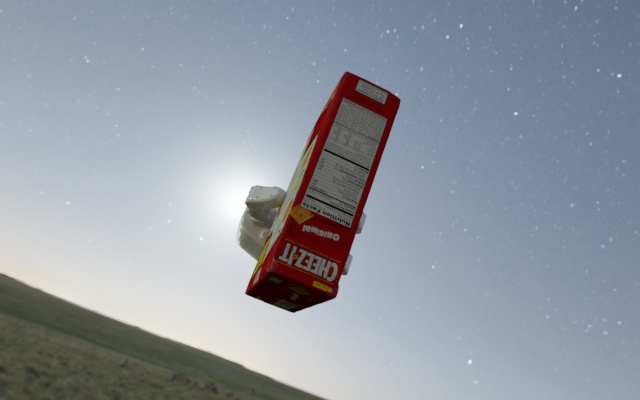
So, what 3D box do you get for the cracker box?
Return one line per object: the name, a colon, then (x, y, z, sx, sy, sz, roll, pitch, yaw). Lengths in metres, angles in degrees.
cracker box: (0.000, 0.001, 0.500, 0.072, 0.213, 0.164, 23, -21, -7)
